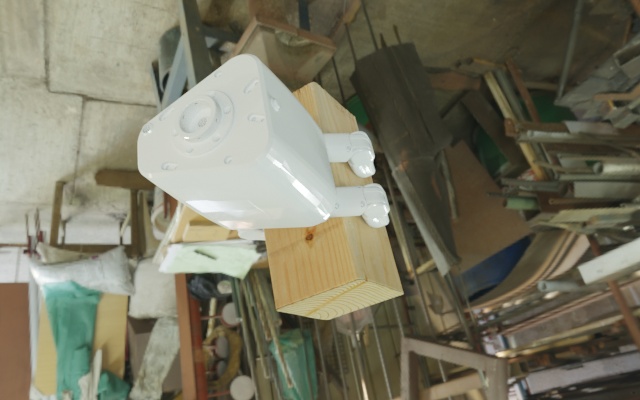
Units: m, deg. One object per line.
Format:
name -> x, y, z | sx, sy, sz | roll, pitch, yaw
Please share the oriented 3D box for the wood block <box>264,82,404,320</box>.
wood block -> 0.000, 0.002, 0.475 | 0.091, 0.206, 0.090 | -25, -29, 25
